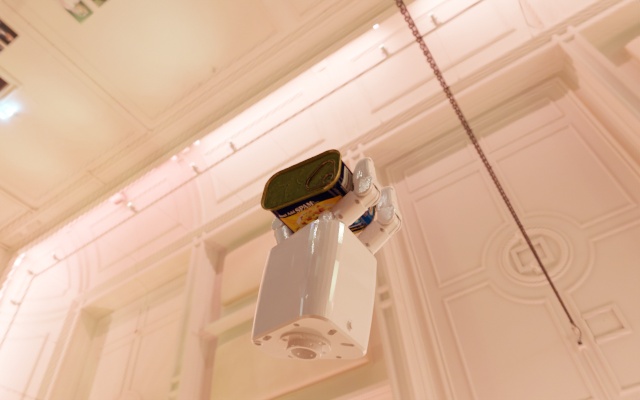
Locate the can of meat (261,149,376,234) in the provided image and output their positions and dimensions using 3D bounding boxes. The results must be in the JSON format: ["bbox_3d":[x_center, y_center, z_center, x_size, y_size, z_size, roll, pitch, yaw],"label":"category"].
[{"bbox_3d":[0.000,0.002,0.532,0.102,0.057,0.084,-21,-49,27],"label":"can of meat"}]
